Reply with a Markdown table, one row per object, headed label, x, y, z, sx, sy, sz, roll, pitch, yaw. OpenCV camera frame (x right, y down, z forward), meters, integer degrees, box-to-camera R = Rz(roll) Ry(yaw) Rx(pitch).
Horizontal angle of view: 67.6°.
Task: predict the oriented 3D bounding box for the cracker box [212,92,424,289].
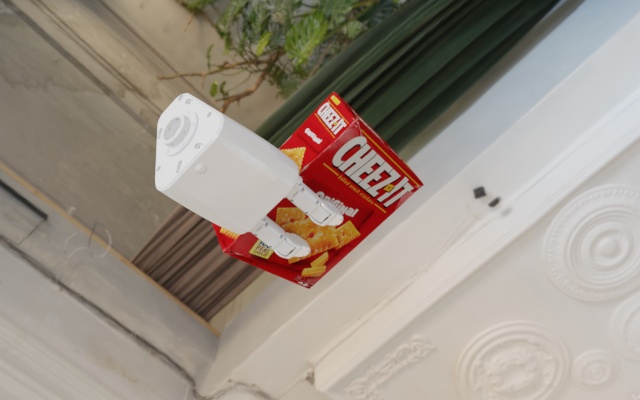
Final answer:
| label | x | y | z | sx | sy | sz | roll | pitch | yaw |
| --- | --- | --- | --- | --- | --- | --- | --- | --- | --- |
| cracker box | 0.000 | 0.002 | 0.589 | 0.164 | 0.214 | 0.072 | 35 | 17 | -45 |
